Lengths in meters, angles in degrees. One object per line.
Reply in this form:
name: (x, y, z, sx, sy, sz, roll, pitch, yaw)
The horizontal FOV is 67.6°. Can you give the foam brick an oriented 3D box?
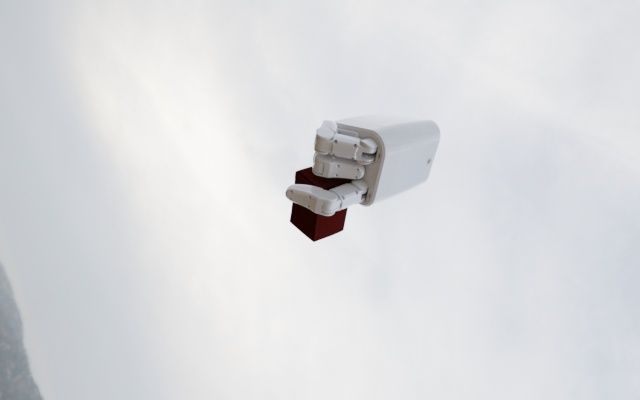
foam brick: (0.000, 0.002, 0.593, 0.051, 0.078, 0.053, -19, 43, -35)
